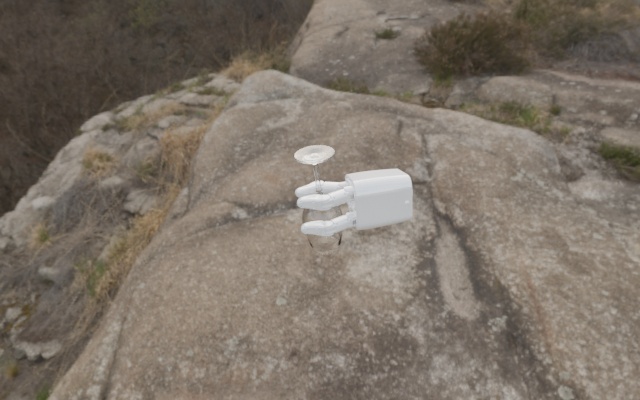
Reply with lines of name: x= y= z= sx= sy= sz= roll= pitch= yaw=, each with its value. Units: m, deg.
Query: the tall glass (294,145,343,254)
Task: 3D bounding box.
tall glass: x=0.000 y=0.002 z=0.895 sx=0.079 sy=0.201 sz=0.079 roll=-5 pitch=30 yaw=3
